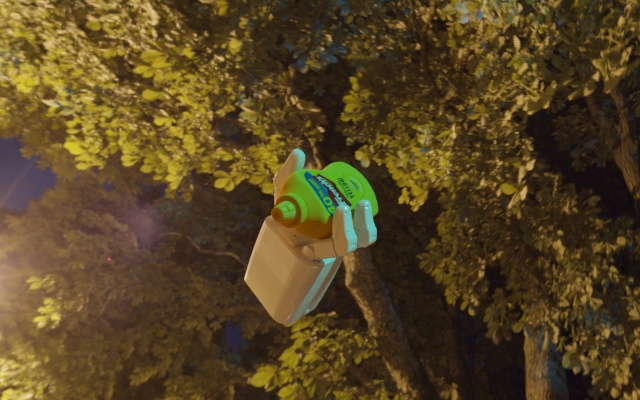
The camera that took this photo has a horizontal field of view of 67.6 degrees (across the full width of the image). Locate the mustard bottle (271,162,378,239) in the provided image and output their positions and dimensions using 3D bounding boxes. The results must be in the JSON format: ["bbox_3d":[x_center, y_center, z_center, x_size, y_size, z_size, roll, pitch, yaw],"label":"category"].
[{"bbox_3d":[0.000,0.002,0.621,0.058,0.096,0.191,-40,-13,31],"label":"mustard bottle"}]
